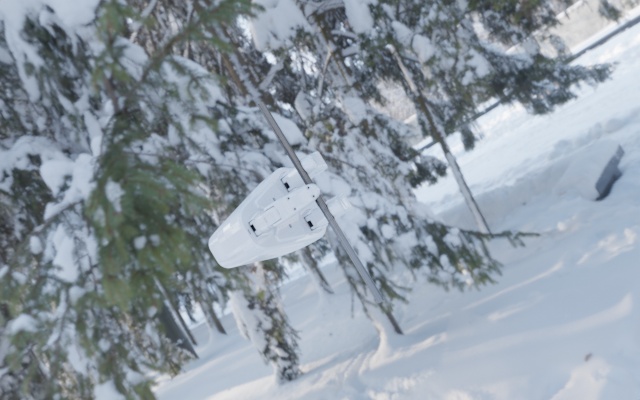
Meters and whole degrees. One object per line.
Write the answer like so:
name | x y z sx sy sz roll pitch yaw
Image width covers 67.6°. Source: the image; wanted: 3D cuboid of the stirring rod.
stirring rod | 0.000 0.002 0.496 0.011 0.239 0.011 -31 -1 -1
